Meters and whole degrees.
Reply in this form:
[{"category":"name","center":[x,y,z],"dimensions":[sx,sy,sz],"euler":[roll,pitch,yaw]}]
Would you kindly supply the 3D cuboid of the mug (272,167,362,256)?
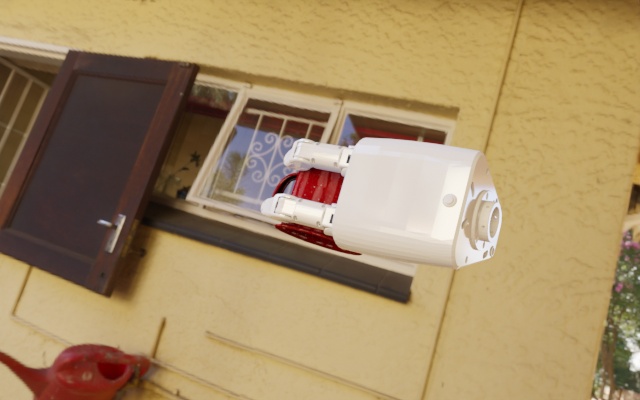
[{"category":"mug","center":[-0.001,0.001,0.497],"dimensions":[0.117,0.081,0.093],"euler":[11,-13,34]}]
